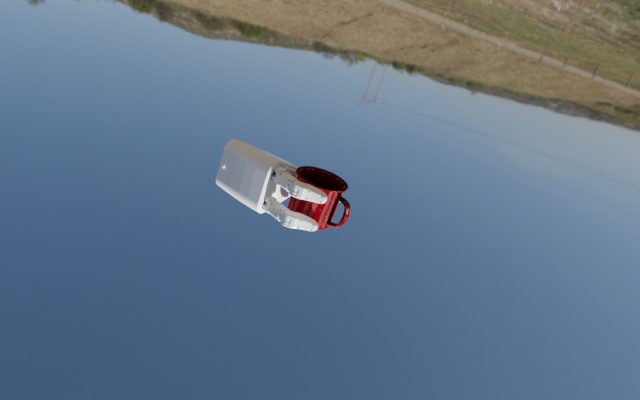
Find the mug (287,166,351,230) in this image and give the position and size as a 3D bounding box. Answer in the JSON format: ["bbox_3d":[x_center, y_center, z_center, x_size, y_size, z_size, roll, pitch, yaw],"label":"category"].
[{"bbox_3d":[0.001,0.004,0.815,0.117,0.081,0.093,31,25,25],"label":"mug"}]
